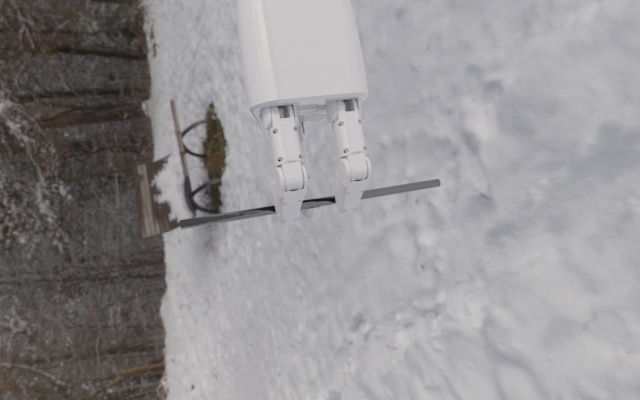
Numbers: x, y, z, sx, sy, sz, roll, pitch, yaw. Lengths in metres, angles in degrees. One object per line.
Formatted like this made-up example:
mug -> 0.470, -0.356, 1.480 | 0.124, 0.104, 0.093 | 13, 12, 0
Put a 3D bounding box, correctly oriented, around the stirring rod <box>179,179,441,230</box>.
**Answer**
stirring rod -> 0.000, 0.001, 0.421 | 0.239, 0.011, 0.011 | -9, 3, -18
